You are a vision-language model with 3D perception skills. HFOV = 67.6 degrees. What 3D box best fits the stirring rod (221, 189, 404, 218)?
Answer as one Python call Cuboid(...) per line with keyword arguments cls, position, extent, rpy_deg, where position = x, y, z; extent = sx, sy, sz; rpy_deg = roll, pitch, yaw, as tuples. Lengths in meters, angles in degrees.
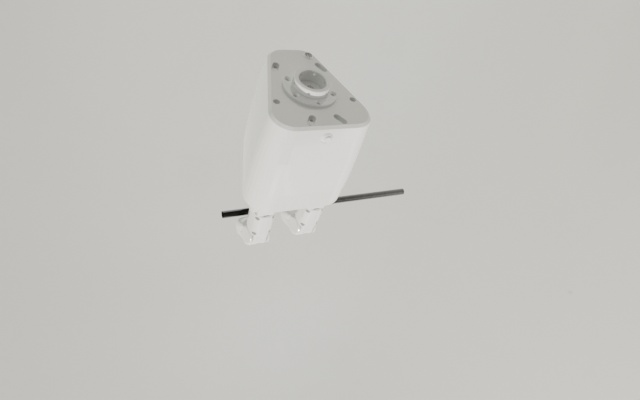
Cuboid(cls="stirring rod", position=(0.000, 0.002, 0.575), extent=(0.239, 0.011, 0.011), rpy_deg=(-7, 3, -26))
